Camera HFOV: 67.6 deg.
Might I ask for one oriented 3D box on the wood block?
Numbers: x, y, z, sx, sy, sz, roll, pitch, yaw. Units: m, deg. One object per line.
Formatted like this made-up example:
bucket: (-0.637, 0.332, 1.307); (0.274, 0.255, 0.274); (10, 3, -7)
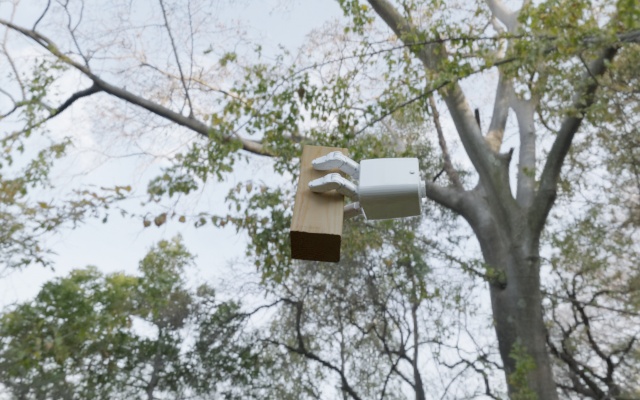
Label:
wood block: (0.001, 0.003, 0.893); (0.090, 0.206, 0.091); (5, -40, 3)
